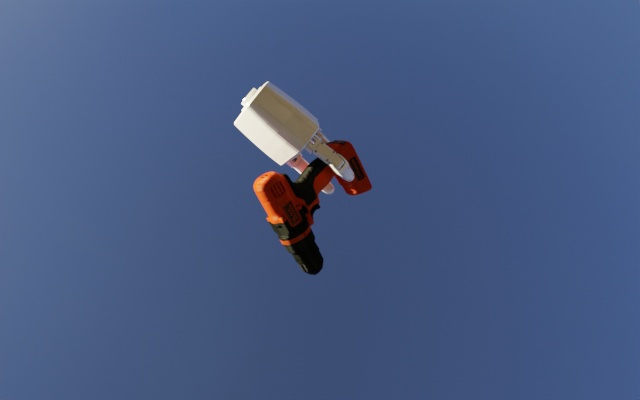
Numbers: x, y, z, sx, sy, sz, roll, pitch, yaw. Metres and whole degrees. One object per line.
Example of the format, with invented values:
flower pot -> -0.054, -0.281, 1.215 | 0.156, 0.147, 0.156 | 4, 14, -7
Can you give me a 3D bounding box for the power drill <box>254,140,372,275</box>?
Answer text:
power drill -> 0.000, 0.002, 0.778 | 0.187, 0.184, 0.057 | -40, 25, -30
